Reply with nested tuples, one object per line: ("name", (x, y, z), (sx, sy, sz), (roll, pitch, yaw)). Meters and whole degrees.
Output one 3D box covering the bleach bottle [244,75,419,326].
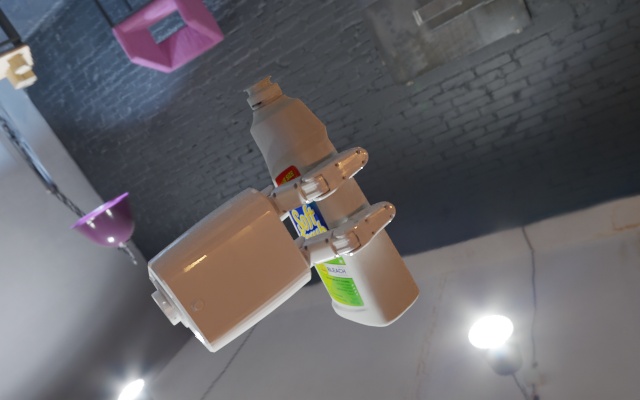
("bleach bottle", (0.000, 0.002, 0.461), (0.068, 0.251, 0.102), (-37, 17, -25))
